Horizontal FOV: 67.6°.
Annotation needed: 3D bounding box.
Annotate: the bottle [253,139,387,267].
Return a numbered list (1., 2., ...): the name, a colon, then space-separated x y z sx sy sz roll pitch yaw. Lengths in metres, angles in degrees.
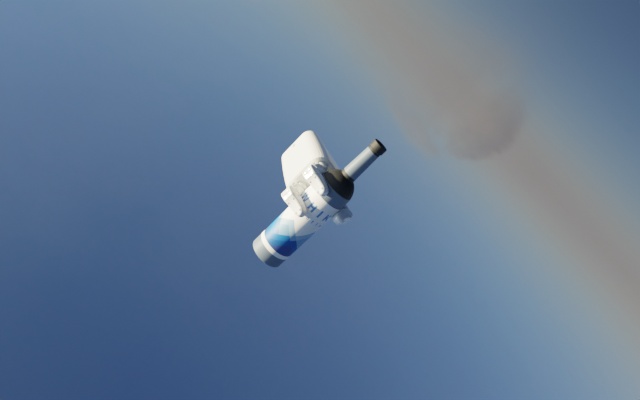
1. bottle: 0.000 0.003 0.839 0.296 0.069 0.069 -44 -18 20
